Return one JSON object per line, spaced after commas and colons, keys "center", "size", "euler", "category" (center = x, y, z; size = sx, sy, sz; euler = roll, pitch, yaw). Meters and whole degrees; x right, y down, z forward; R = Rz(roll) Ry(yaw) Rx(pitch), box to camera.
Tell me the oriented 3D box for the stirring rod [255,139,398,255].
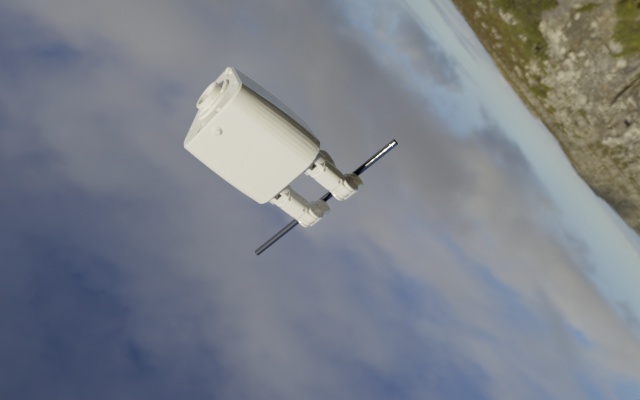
{"center": [0.000, 0.002, 0.592], "size": [0.239, 0.011, 0.011], "euler": [-39, -19, 25], "category": "stirring rod"}
